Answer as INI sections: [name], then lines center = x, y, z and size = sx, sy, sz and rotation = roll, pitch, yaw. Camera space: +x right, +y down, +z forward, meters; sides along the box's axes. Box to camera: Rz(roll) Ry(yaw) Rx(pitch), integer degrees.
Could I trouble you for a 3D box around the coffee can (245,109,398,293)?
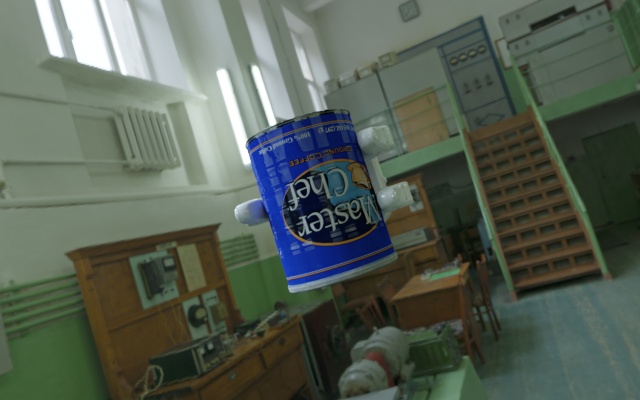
[coffee can]
center = 0.000, 0.002, 0.437
size = 0.103, 0.140, 0.103
rotation = -18, -4, -1
